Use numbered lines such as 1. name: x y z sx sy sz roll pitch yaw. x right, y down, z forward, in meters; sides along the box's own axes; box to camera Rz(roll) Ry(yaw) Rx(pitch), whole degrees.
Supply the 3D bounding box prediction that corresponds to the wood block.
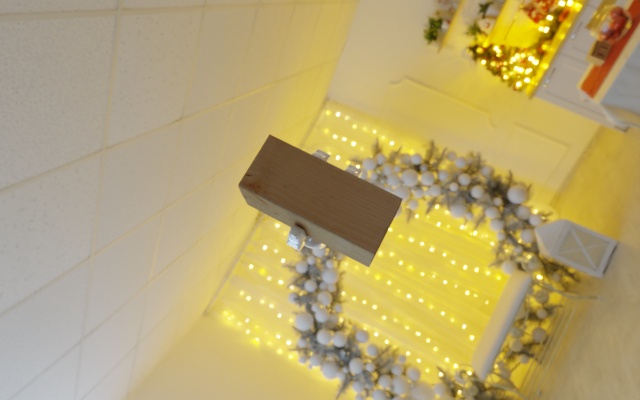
1. wood block: 0.000 0.003 0.681 0.206 0.090 0.090 26 -17 9
